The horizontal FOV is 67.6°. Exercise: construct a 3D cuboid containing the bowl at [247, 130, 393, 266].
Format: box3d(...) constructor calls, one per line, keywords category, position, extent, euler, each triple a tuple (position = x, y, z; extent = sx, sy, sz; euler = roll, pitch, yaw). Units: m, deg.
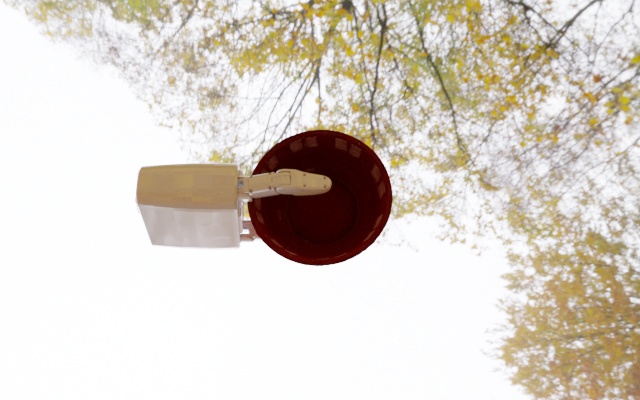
box3d(category="bowl", position=(0.001, 0.002, 0.550), extent=(0.162, 0.162, 0.055), euler=(0, -20, 4))
